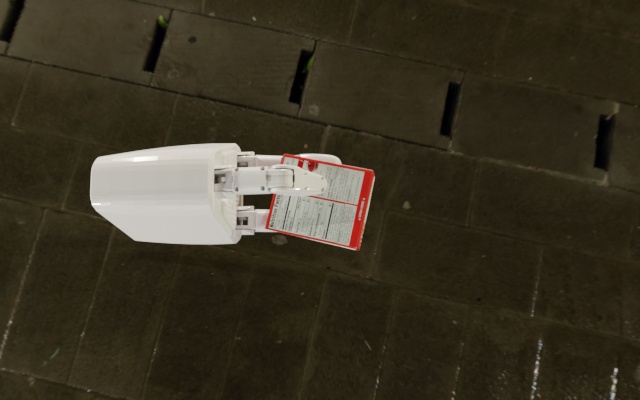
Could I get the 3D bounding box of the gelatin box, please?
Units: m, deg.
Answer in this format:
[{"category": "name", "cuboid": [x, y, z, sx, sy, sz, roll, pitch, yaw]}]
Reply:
[{"category": "gelatin box", "cuboid": [0.000, 0.001, 0.444, 0.089, 0.073, 0.030, 11, -6, 10]}]
